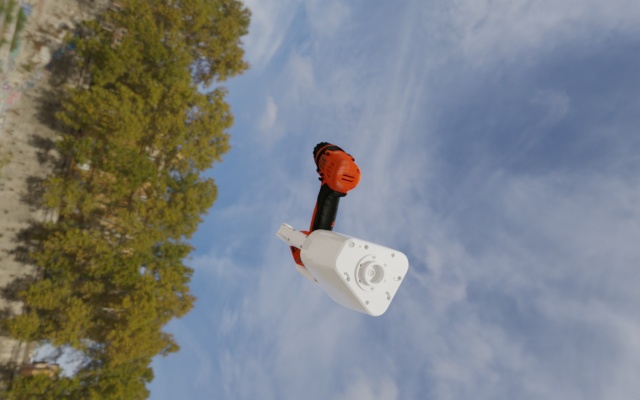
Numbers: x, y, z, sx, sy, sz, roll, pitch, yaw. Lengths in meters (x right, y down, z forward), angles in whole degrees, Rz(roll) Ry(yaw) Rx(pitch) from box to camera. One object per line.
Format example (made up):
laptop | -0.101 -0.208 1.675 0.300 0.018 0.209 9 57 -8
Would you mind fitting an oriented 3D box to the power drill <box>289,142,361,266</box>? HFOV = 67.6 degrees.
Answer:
power drill | 0.000 0.003 0.774 0.057 0.188 0.184 12 15 -14
